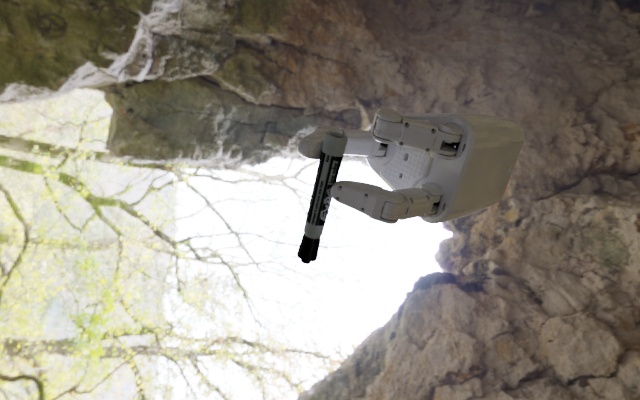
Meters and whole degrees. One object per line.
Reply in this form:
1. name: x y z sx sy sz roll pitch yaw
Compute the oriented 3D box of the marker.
1. marker: 0.000 0.001 0.407 0.020 0.121 0.020 12 23 -5
